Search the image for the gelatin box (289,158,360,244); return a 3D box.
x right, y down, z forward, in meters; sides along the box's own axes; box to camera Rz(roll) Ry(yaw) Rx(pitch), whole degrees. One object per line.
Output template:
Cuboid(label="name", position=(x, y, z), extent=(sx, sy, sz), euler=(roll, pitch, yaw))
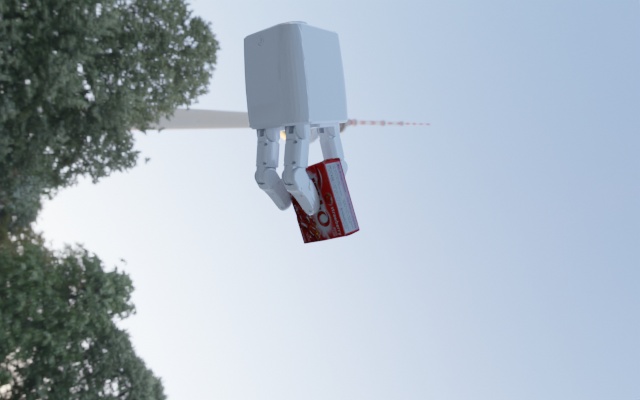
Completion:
Cuboid(label="gelatin box", position=(0.001, 0.002, 0.557), extent=(0.030, 0.089, 0.073), euler=(-17, 1, -43))
